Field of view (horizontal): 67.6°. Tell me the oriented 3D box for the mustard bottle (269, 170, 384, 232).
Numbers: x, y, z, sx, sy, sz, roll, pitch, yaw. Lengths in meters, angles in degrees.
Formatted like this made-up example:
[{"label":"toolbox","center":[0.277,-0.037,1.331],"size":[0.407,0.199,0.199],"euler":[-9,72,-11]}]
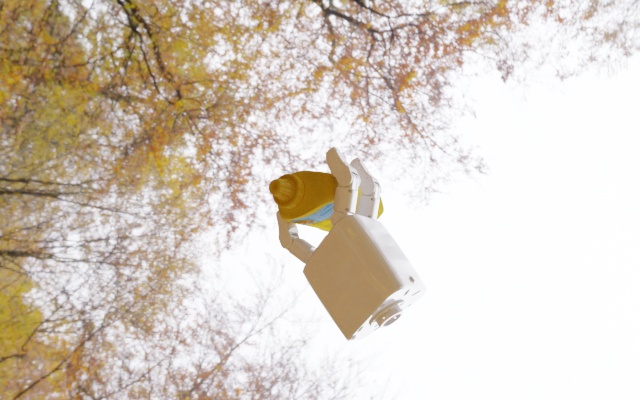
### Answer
[{"label":"mustard bottle","center":[0.000,0.002,0.625],"size":[0.096,0.058,0.192],"euler":[-22,-22,29]}]
